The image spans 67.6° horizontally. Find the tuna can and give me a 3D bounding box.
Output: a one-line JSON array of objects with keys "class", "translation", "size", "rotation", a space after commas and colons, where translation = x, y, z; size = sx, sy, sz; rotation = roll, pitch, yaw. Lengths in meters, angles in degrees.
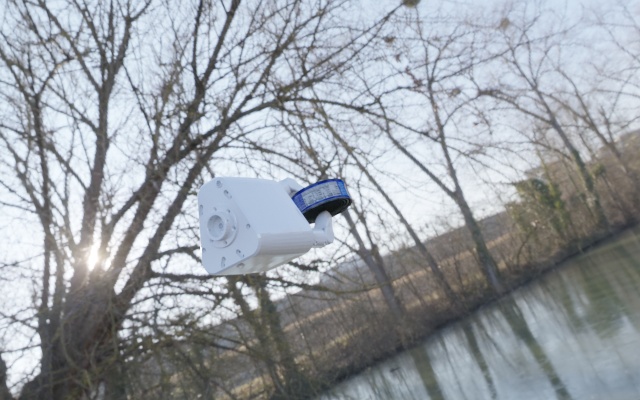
[{"class": "tuna can", "translation": [0.000, 0.002, 0.687], "size": [0.086, 0.033, 0.086], "rotation": [-20, -18, -7]}]
